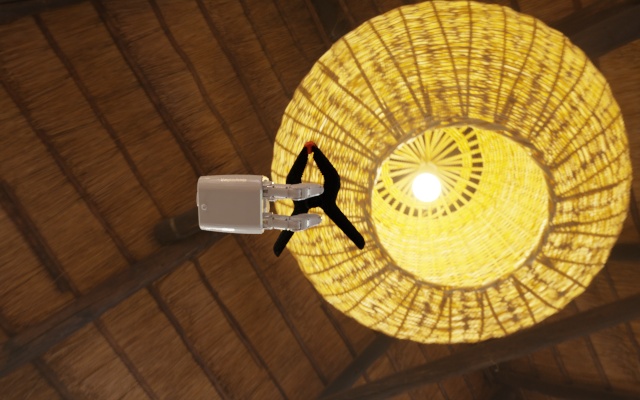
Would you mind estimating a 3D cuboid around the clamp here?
[{"bbox_3d":[0.000,0.002,0.830,0.164,0.210,0.036,1,18,-2],"label":"clamp"}]
